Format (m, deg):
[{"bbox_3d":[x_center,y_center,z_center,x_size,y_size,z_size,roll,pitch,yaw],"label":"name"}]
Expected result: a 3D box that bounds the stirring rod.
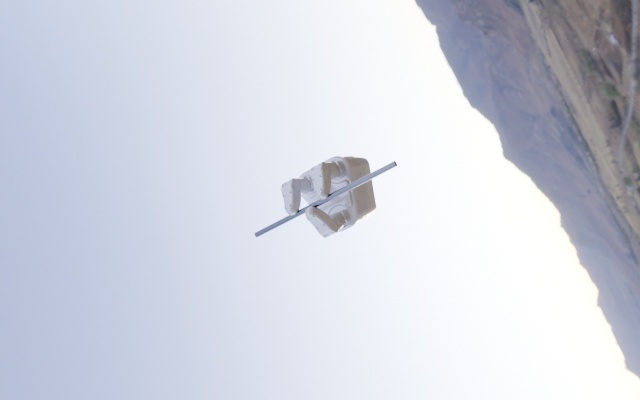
[{"bbox_3d":[0.000,0.002,0.664,0.239,0.011,0.011,-27,-13,26],"label":"stirring rod"}]
